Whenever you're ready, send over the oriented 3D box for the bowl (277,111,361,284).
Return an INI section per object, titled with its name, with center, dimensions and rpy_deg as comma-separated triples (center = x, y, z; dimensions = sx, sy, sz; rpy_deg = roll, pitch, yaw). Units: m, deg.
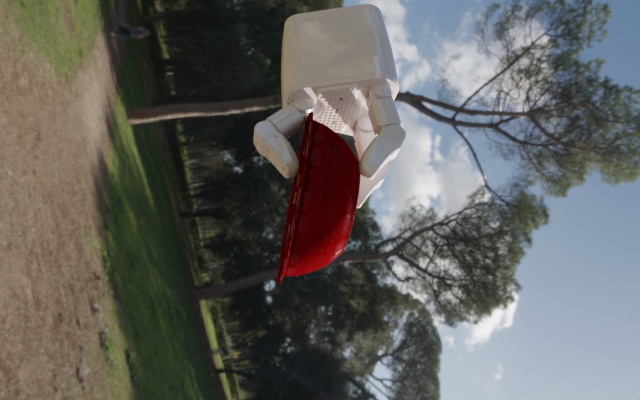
[bowl]
center = 0.000, 0.003, 0.448
dimensions = 0.055, 0.162, 0.162
rpy_deg = 11, -1, -5
